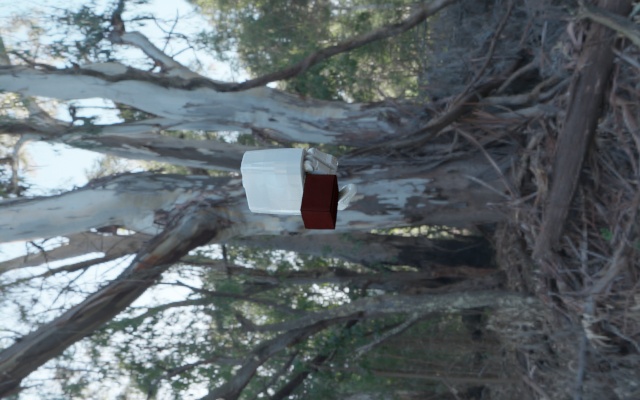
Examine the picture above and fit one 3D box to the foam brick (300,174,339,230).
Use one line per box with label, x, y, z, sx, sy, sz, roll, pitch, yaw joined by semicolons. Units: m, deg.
foam brick;0.000;0.003;0.779;0.051;0.078;0.053;1;-38;10
